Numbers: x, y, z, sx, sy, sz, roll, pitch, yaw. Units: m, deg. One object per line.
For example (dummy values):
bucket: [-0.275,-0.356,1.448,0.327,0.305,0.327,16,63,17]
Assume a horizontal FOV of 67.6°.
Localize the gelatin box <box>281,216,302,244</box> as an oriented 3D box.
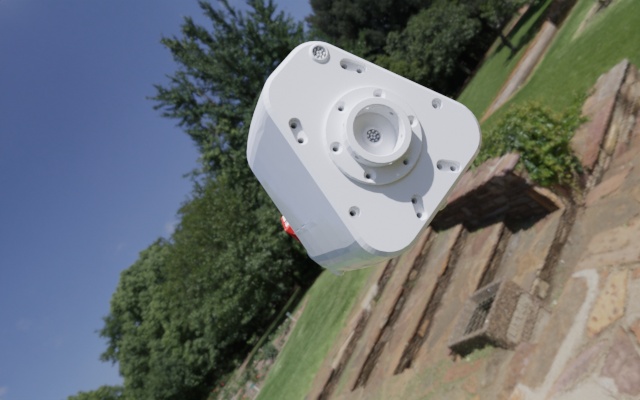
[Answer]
gelatin box: [0.000,0.001,0.420,0.030,0.073,0.089,39,-1,-8]
